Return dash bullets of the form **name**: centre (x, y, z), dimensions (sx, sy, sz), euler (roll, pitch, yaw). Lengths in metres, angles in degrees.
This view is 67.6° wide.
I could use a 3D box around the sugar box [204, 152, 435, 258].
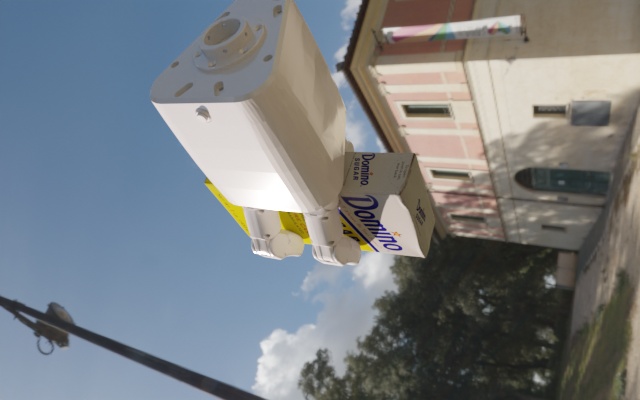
- **sugar box**: centre (0.000, 0.002, 0.405), dimensions (0.176, 0.048, 0.093), euler (6, -32, 29)
